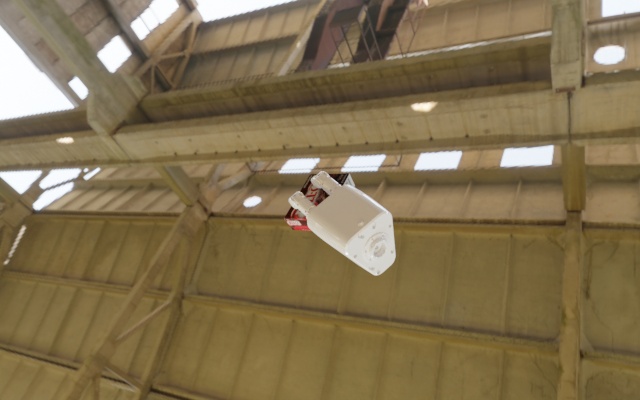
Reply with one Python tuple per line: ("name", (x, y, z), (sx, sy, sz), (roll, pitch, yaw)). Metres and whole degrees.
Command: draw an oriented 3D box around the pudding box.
("pudding box", (0.000, 0.003, 0.847), (0.090, 0.113, 0.039), (2, -43, 36))
